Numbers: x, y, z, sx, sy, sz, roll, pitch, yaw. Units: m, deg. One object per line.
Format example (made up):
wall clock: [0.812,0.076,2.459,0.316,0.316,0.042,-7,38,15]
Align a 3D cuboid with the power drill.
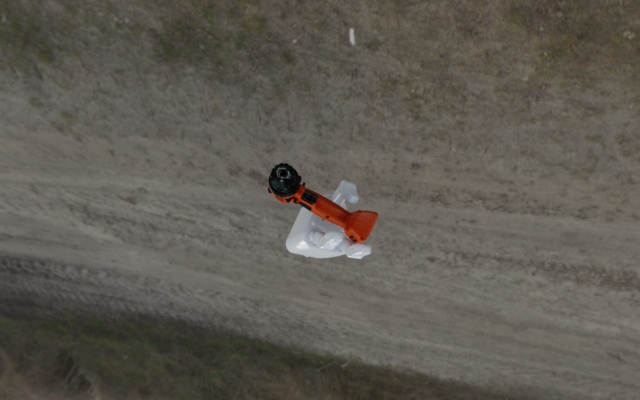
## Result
power drill: [0.000,0.003,0.795,0.187,0.057,0.184,30,-6,1]
